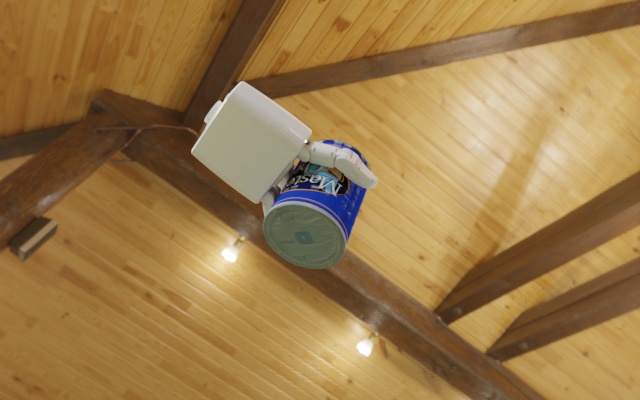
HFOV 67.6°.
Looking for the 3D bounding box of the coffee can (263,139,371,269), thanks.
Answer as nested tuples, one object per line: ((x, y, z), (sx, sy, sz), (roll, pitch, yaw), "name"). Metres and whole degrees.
((0.000, 0.002, 0.611), (0.103, 0.103, 0.140), (0, 38, 22), "coffee can")
